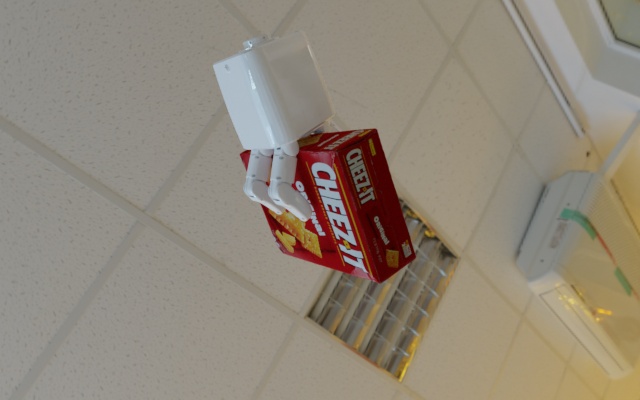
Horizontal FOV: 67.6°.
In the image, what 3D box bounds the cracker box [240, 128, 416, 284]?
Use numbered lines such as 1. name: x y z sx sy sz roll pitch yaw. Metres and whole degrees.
1. cracker box: 0.000 0.002 0.599 0.072 0.164 0.213 -32 22 -29
